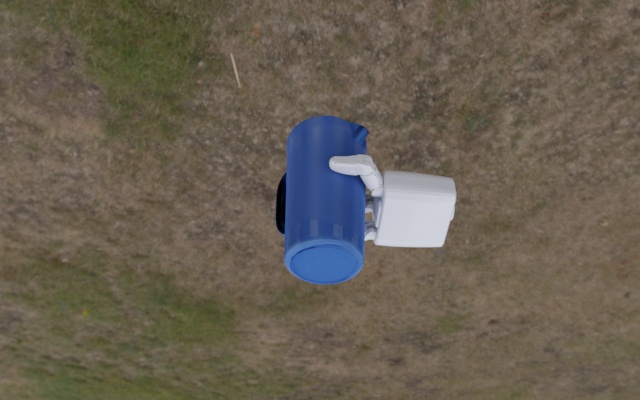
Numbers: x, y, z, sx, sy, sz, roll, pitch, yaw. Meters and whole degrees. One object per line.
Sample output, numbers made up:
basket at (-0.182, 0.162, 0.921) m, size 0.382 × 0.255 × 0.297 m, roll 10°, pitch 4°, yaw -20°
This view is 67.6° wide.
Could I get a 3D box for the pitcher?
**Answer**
pitcher at (0.000, 0.002, 0.720) m, size 0.145 × 0.242 × 0.149 m, roll 4°, pitch -41°, yaw -2°
